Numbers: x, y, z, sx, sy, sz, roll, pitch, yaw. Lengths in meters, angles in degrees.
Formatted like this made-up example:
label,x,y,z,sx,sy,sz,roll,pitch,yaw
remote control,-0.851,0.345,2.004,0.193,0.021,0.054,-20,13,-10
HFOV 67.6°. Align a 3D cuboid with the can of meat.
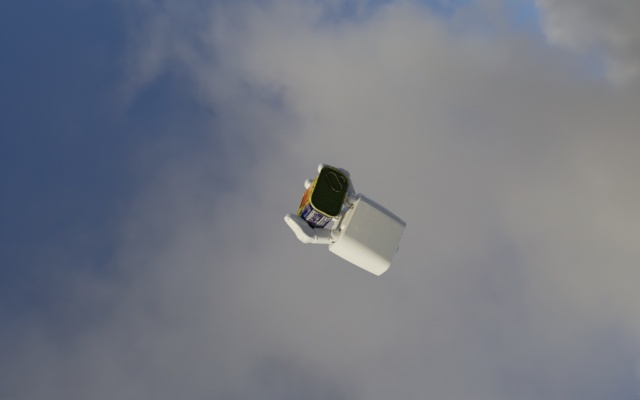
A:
label,x,y,z,sx,sy,sz,roll,pitch,yaw
can of meat,0.000,0.003,0.847,0.057,0.102,0.084,28,-39,-11
